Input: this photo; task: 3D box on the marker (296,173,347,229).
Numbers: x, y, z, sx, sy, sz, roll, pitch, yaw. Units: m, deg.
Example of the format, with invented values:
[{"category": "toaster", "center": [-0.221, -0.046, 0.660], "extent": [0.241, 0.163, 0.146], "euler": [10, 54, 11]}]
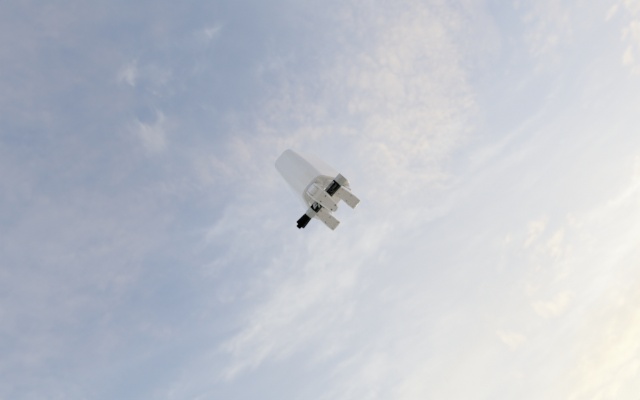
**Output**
[{"category": "marker", "center": [0.000, 0.003, 0.838], "extent": [0.020, 0.121, 0.020], "euler": [41, 4, -4]}]
